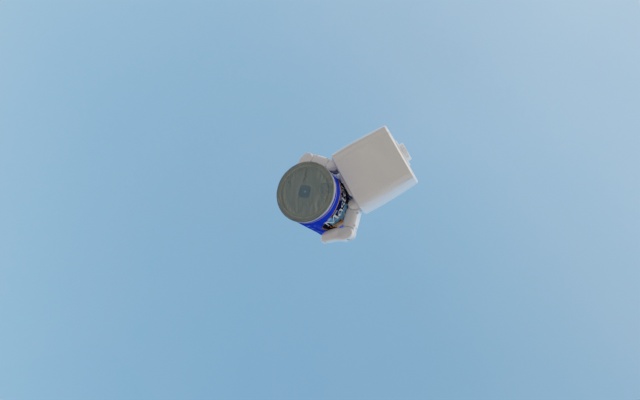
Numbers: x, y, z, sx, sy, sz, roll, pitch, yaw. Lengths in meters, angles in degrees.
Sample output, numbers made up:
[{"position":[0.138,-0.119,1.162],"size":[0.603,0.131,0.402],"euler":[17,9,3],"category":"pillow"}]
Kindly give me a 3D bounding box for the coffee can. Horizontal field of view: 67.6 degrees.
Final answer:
[{"position":[0.000,0.003,0.831],"size":[0.103,0.102,0.140],"euler":[0,-15,22],"category":"coffee can"}]
